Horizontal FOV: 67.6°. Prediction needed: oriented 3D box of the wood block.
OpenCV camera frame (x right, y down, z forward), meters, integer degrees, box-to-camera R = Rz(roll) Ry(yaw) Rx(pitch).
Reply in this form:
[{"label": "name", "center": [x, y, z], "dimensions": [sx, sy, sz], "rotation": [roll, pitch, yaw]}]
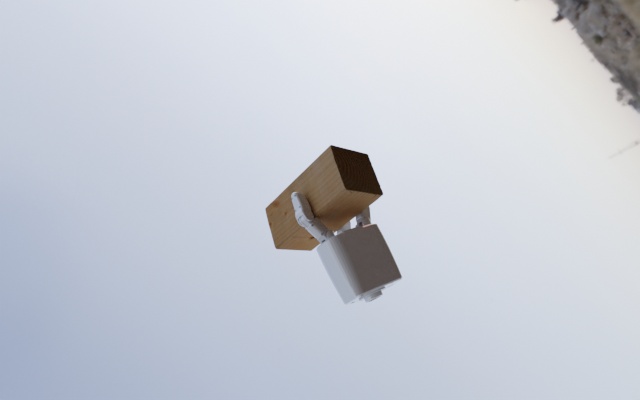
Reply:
[{"label": "wood block", "center": [0.000, 0.003, 0.849], "dimensions": [0.091, 0.090, 0.206], "rotation": [8, -36, -40]}]
